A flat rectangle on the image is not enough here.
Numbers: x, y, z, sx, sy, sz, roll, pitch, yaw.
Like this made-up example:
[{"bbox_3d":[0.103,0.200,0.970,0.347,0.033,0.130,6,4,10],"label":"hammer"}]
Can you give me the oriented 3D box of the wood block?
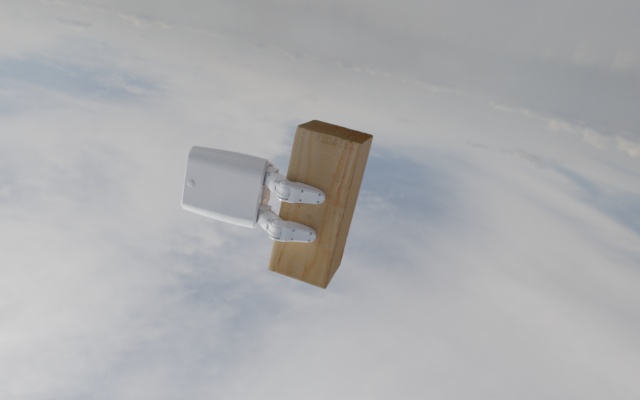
[{"bbox_3d":[0.000,0.002,0.665,0.090,0.206,0.090,17,19,10],"label":"wood block"}]
